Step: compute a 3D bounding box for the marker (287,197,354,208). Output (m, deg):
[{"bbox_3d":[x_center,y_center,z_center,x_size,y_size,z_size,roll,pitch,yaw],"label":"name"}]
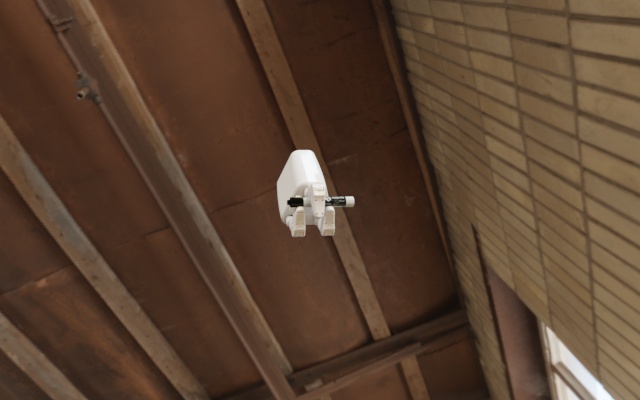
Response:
[{"bbox_3d":[0.000,0.003,0.852,0.121,0.020,0.020,-1,0,-14],"label":"marker"}]
